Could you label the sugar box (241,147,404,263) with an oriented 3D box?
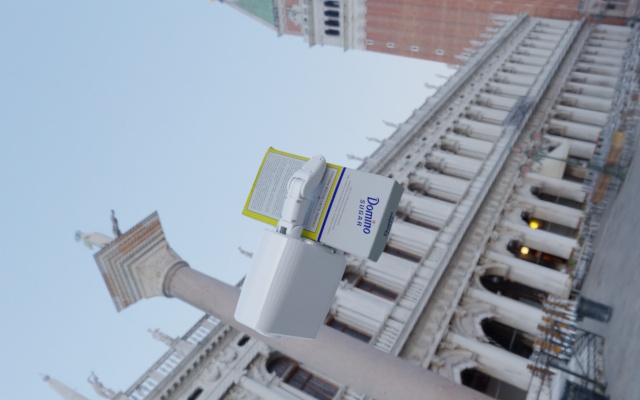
[{"bbox_3d":[0.000,0.002,0.563,0.176,0.093,0.048,18,-6,26],"label":"sugar box"}]
